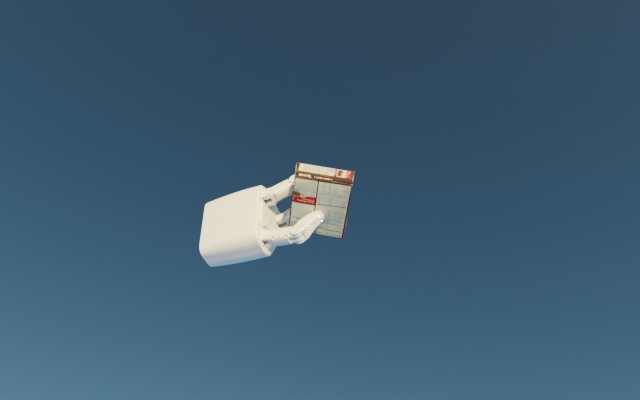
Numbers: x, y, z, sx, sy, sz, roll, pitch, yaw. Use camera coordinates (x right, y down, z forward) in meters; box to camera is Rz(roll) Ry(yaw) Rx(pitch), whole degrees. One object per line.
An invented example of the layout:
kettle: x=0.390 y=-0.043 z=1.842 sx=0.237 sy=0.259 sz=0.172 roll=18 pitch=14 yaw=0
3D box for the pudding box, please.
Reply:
pudding box: x=0.000 y=0.003 z=0.736 sx=0.090 sy=0.114 sz=0.039 roll=9 pitch=40 yaw=0
